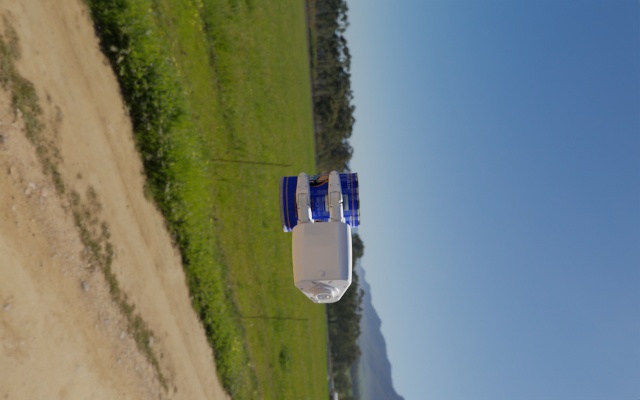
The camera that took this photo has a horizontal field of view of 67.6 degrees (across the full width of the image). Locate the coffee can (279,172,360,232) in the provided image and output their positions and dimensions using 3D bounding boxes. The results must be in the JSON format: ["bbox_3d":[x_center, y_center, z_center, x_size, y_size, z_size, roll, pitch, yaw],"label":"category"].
[{"bbox_3d":[0.000,0.003,0.876,0.140,0.103,0.103,-3,0,3],"label":"coffee can"}]
